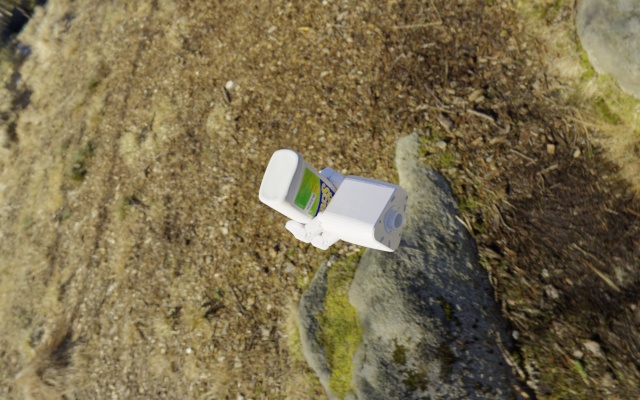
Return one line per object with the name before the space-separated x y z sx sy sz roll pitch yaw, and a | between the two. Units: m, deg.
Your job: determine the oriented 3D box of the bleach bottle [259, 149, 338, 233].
bleach bottle | 0.000 0.003 0.876 0.068 0.102 0.251 12 -12 40
